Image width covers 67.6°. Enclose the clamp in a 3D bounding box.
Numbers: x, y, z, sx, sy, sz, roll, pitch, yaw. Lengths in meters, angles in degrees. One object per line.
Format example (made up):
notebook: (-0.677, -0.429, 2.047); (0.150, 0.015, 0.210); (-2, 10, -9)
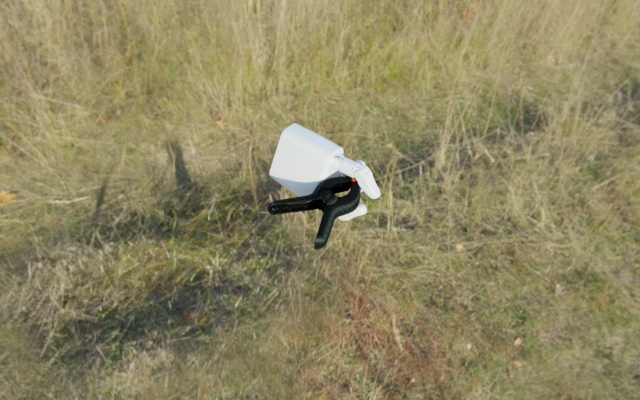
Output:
clamp: (0.000, 0.002, 0.794); (0.120, 0.039, 0.171); (33, 48, 19)
